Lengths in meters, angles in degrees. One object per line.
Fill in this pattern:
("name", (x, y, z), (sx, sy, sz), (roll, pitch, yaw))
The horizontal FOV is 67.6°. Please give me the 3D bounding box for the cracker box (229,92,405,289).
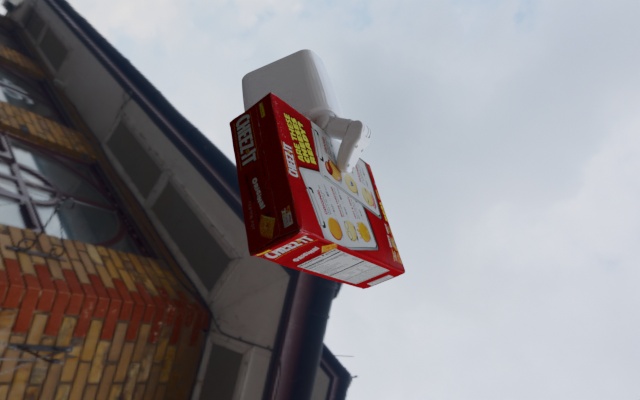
("cracker box", (0.000, 0.002, 0.544), (0.072, 0.164, 0.214), (-29, -32, 25))
